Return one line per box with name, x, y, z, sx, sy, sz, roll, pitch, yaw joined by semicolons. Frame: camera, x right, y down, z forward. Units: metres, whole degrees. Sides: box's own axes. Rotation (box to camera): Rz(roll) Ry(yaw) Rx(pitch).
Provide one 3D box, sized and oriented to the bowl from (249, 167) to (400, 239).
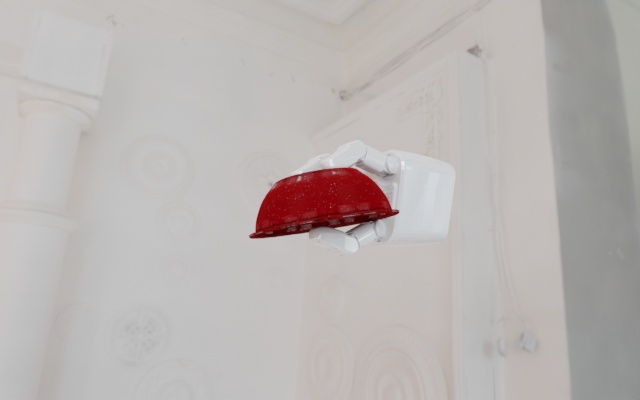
bowl;-0.001;0.001;0.511;0.162;0.055;0.162;-10;-6;-1
